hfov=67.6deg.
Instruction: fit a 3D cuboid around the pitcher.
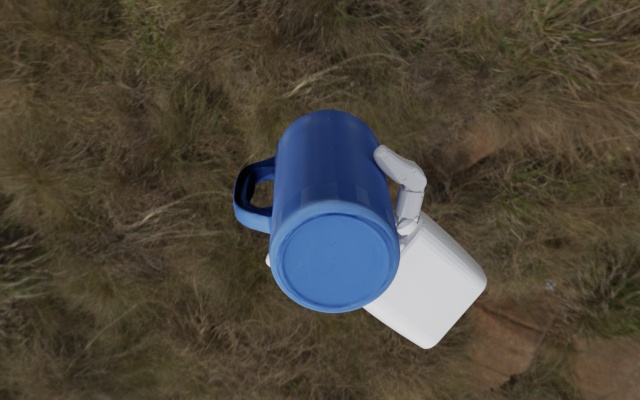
[{"bbox_3d":[0.000,0.002,0.490,0.145,0.149,0.242,40,19,-16],"label":"pitcher"}]
